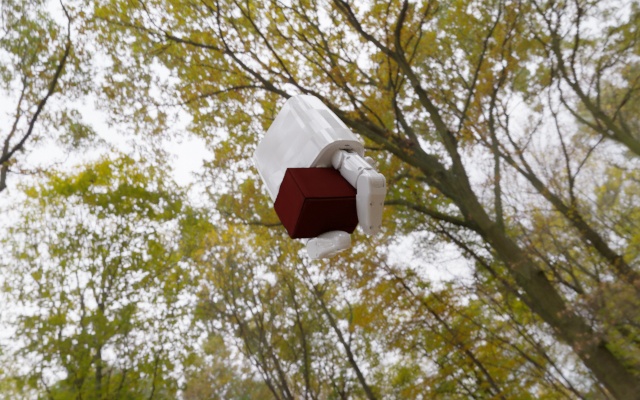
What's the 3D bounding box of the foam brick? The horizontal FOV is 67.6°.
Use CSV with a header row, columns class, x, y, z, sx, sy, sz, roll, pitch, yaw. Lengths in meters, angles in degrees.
class,x,y,z,sx,sy,sz,roll,pitch,yaw
foam brick,0.000,0.002,0.486,0.078,0.053,0.051,-2,41,-33
